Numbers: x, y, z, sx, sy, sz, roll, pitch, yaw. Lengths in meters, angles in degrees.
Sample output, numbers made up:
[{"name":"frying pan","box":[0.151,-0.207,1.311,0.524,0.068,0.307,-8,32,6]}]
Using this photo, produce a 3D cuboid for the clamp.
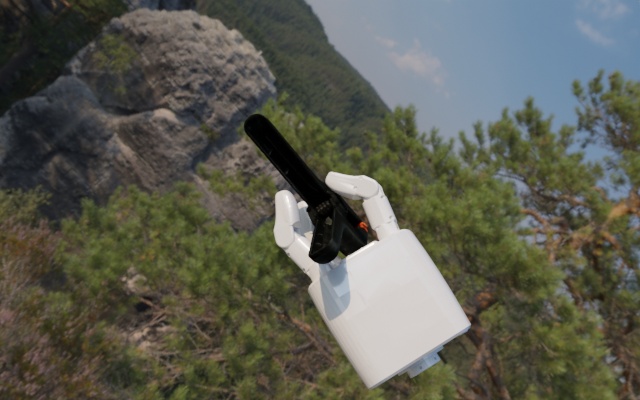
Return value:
[{"name":"clamp","box":[0.001,0.001,0.500,0.036,0.164,0.210,-34,-21,11]}]
